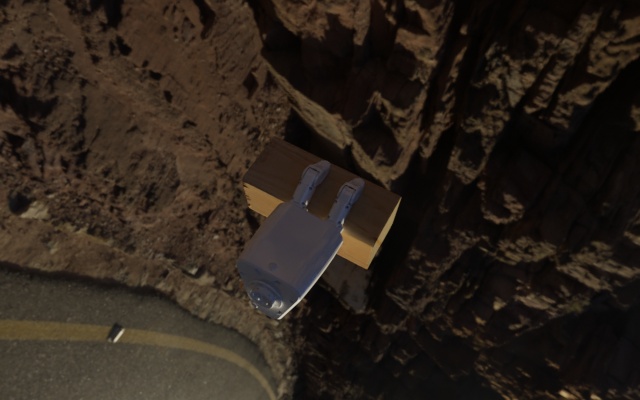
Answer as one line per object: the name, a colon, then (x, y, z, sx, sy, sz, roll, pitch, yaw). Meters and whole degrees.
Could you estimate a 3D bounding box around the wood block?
wood block: (0.000, 0.003, 0.698, 0.206, 0.090, 0.091, 27, -26, 13)
